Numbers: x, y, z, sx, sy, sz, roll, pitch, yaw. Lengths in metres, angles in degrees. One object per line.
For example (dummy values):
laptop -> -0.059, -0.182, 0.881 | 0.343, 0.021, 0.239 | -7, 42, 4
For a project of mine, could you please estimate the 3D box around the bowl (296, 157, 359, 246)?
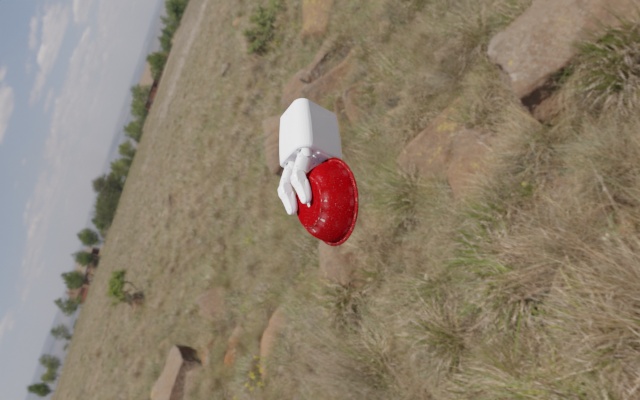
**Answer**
bowl -> 0.000, 0.004, 0.853 | 0.055, 0.162, 0.162 | -1, 0, -32
